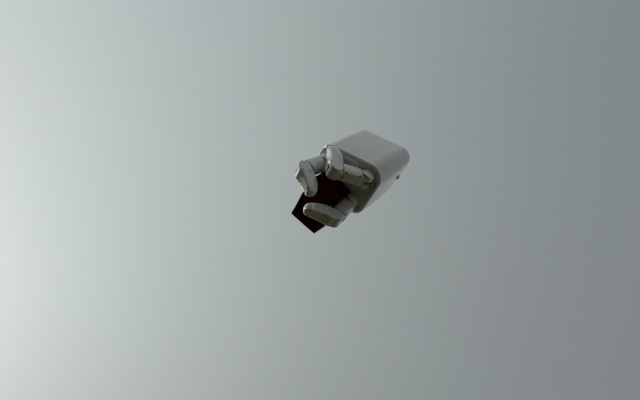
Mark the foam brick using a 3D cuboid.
[{"bbox_3d":[0.000,0.003,0.749,0.051,0.053,0.078,-33,-20,-46],"label":"foam brick"}]
